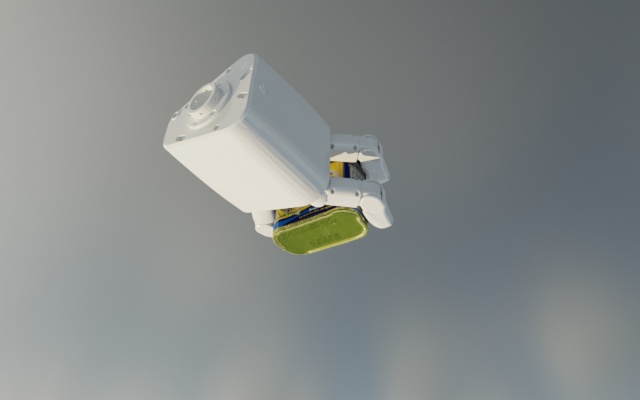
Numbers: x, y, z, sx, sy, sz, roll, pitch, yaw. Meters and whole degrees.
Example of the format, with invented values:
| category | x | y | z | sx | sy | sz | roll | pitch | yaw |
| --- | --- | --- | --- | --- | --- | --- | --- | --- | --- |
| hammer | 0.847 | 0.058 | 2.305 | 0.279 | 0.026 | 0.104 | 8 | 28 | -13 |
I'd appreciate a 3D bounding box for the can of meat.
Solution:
| category | x | y | z | sx | sy | sz | roll | pitch | yaw |
| --- | --- | --- | --- | --- | --- | --- | --- | --- | --- |
| can of meat | 0.000 | 0.002 | 0.494 | 0.102 | 0.083 | 0.057 | -20 | -43 | 25 |
